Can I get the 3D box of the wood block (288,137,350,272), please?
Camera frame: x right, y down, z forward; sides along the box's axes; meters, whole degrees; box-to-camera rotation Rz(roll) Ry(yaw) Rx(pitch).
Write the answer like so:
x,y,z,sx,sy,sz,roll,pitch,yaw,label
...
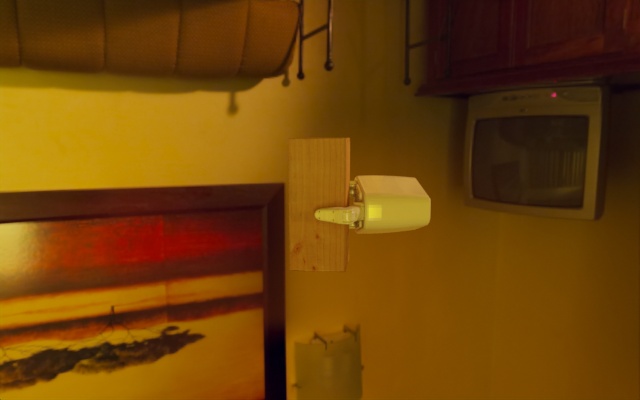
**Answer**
x,y,z,sx,sy,sz,roll,pitch,yaw,label
0.000,0.003,0.769,0.090,0.206,0.091,1,8,7,wood block
